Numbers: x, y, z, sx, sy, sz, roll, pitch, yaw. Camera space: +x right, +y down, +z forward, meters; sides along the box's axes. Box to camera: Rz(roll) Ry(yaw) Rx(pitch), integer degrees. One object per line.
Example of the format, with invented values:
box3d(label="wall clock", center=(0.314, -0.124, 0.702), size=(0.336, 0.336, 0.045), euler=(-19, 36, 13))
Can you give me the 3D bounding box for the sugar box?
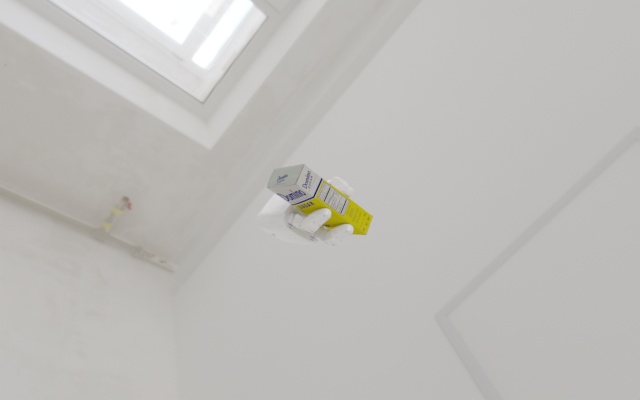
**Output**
box3d(label="sugar box", center=(0.000, 0.003, 0.833), size=(0.176, 0.048, 0.093), euler=(32, -21, -32))
